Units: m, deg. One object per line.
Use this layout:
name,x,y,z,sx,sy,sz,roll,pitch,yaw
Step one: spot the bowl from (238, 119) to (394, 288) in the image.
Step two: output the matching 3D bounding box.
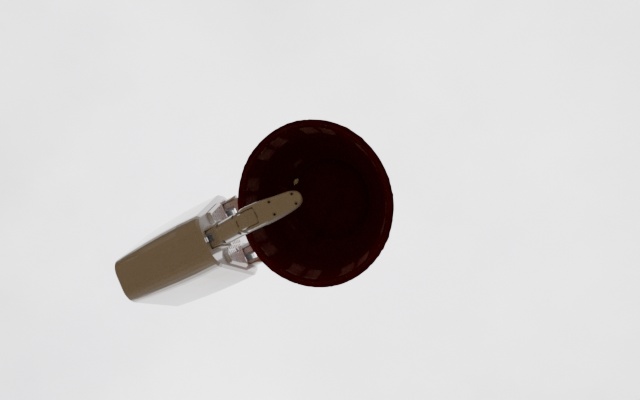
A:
bowl,0.001,0.001,0.477,0.162,0.162,0.055,0,6,23
